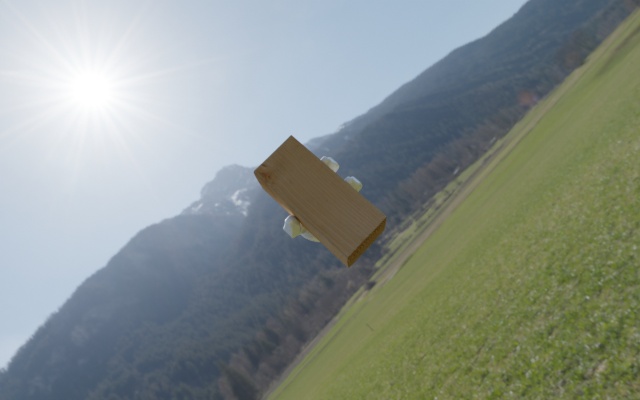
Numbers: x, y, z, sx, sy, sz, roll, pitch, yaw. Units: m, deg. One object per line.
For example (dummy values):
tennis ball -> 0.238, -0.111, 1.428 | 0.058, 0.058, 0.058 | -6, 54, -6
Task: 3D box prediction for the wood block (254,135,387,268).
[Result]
wood block -> 0.000, 0.003, 0.782 | 0.206, 0.091, 0.090 | 41, -10, 15
